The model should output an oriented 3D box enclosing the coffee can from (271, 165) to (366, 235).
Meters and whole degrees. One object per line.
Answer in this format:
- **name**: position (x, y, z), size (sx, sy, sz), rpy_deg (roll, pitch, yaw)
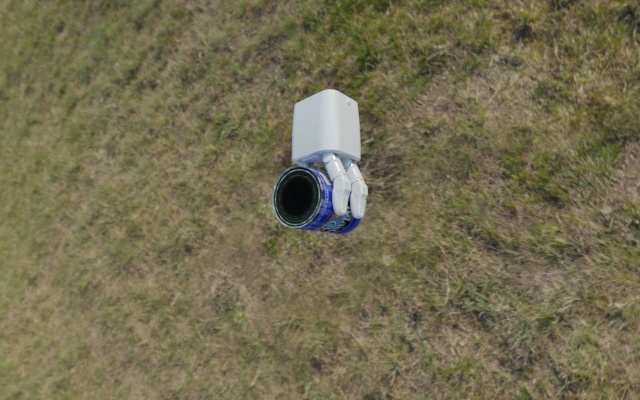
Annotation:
- **coffee can**: position (0.000, 0.003, 0.818), size (0.103, 0.103, 0.140), rpy_deg (0, -7, 35)
